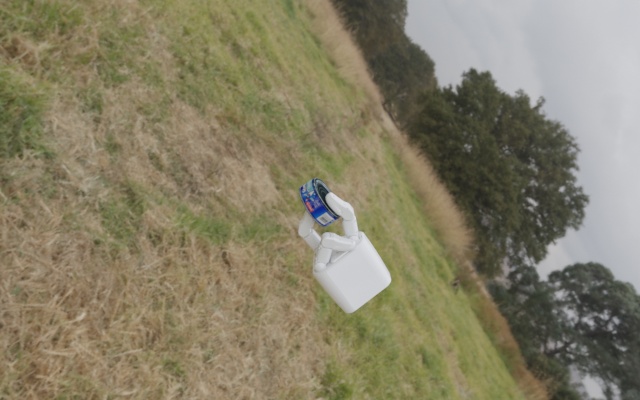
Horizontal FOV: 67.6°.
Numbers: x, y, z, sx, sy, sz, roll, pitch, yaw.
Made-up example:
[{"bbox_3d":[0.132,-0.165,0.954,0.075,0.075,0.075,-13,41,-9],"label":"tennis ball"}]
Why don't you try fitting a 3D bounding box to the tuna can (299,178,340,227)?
[{"bbox_3d":[0.001,0.002,0.853,0.034,0.086,0.086,-32,-11,17],"label":"tuna can"}]
